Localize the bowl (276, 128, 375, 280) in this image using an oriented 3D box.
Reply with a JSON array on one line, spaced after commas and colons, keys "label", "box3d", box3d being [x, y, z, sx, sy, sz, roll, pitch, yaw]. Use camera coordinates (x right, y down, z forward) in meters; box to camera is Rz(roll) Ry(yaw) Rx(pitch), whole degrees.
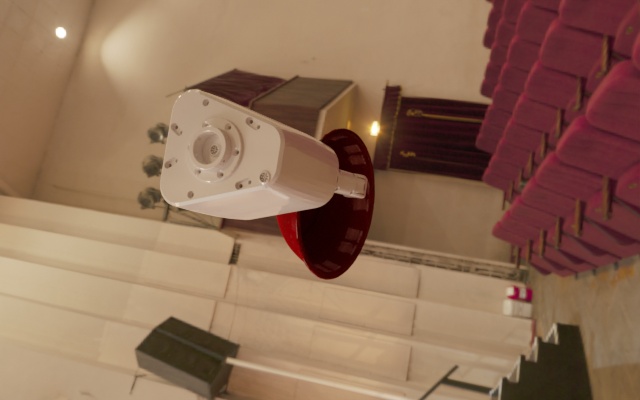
[{"label": "bowl", "box3d": [0.000, 0.002, 0.524, 0.055, 0.162, 0.162, 7, 4, 33]}]
